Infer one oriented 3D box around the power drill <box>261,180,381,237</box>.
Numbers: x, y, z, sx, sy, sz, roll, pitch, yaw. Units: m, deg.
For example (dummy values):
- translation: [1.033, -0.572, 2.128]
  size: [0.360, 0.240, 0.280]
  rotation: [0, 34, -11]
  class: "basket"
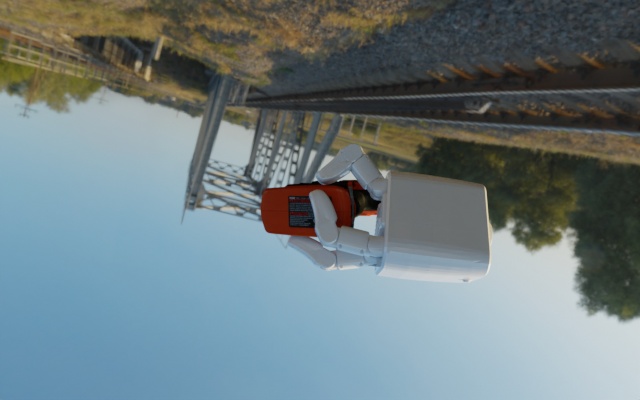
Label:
- translation: [0.000, 0.002, 0.605]
  size: [0.184, 0.057, 0.187]
  rotation: [-1, 7, 22]
  class: "power drill"
